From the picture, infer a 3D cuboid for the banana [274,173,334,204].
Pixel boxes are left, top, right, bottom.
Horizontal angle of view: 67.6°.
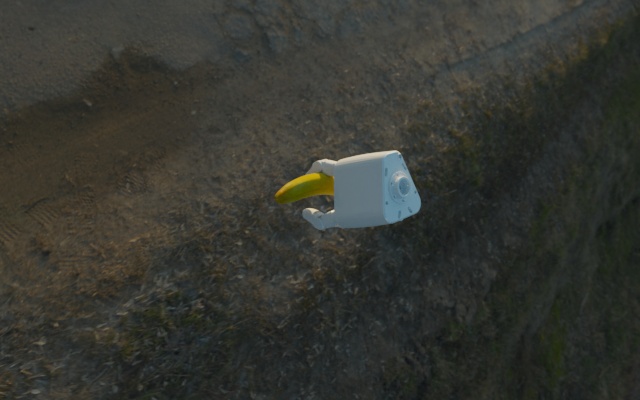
[{"bbox_3d":[0.007,-0.015,0.830,0.198,0.069,0.037,12,1,-43],"label":"banana"}]
